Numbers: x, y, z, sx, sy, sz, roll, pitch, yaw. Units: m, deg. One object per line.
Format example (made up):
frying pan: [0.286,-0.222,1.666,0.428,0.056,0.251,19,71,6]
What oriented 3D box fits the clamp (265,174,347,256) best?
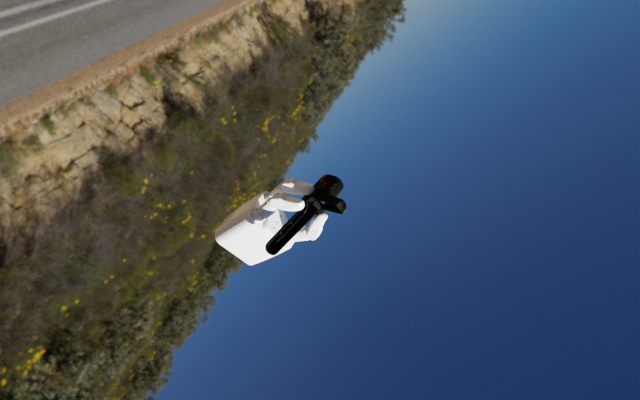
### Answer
clamp: [0.001,0.003,0.833,0.164,0.036,0.210,-29,16,33]
